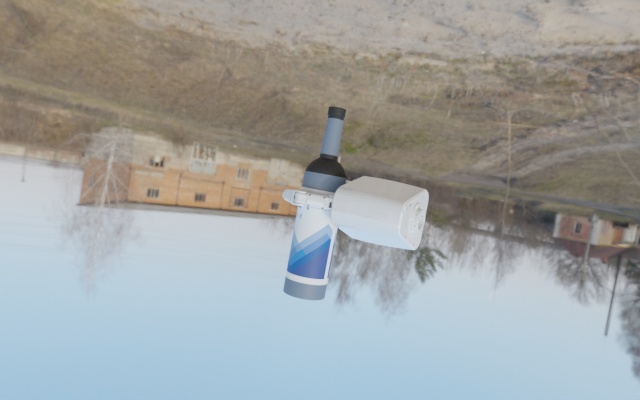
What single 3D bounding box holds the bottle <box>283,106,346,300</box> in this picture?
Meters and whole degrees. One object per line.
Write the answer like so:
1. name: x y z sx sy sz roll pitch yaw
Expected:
1. bottle: 0.000 0.003 0.743 0.069 0.296 0.069 10 3 0
